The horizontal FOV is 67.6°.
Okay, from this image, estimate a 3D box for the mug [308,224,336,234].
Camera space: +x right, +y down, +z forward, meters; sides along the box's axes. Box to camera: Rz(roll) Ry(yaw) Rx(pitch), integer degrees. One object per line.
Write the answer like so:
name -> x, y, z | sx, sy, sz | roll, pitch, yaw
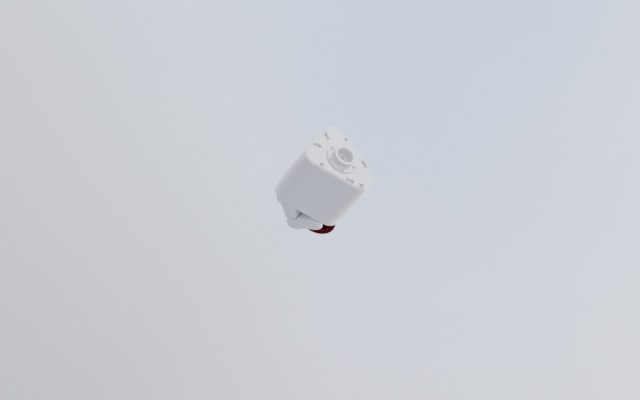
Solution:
mug -> 0.000, 0.003, 0.835 | 0.081, 0.093, 0.117 | -48, 1, -40
